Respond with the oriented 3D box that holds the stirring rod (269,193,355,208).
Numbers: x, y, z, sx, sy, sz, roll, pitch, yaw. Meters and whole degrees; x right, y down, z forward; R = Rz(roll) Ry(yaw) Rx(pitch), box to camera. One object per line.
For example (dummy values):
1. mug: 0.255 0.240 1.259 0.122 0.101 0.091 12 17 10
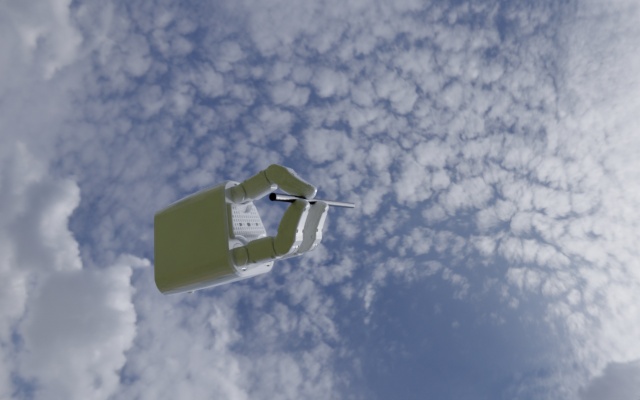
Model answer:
1. stirring rod: 0.000 0.002 0.555 0.011 0.011 0.239 0 -2 22
